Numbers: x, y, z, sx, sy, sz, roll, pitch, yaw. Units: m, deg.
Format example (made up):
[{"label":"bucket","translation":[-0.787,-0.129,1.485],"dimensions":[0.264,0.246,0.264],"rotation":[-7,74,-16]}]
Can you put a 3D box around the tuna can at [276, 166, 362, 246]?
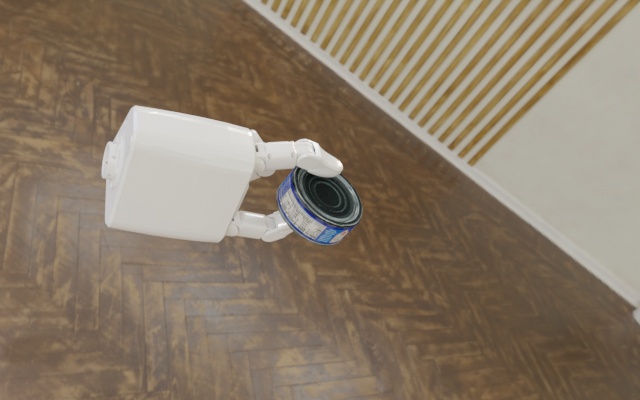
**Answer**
[{"label":"tuna can","translation":[0.000,0.001,0.484],"dimensions":[0.086,0.086,0.034],"rotation":[0,-37,-43]}]
